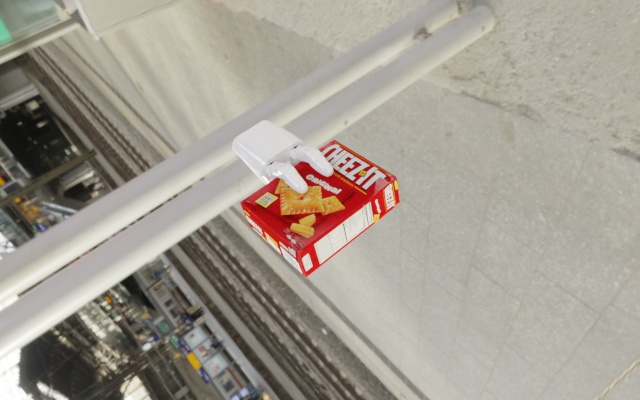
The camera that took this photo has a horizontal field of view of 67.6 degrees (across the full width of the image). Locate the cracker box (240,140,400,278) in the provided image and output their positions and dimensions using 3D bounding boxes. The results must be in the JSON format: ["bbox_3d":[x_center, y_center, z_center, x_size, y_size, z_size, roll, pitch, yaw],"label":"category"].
[{"bbox_3d":[0.000,0.003,0.803,0.213,0.072,0.164,-36,49,-20],"label":"cracker box"}]
